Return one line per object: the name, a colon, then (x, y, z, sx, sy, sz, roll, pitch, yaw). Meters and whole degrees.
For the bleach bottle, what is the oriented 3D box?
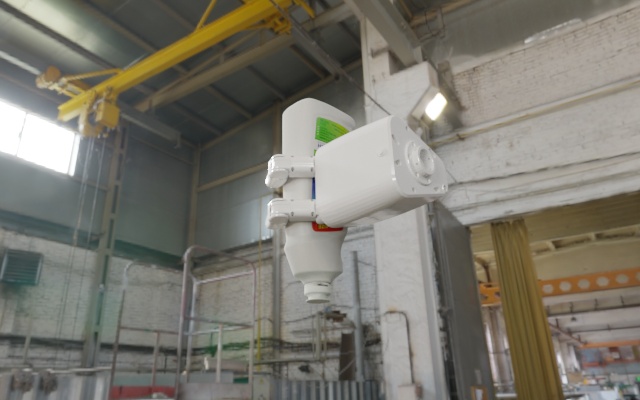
bleach bottle: (0.000, 0.002, 0.599, 0.102, 0.250, 0.068, 19, -30, -41)
